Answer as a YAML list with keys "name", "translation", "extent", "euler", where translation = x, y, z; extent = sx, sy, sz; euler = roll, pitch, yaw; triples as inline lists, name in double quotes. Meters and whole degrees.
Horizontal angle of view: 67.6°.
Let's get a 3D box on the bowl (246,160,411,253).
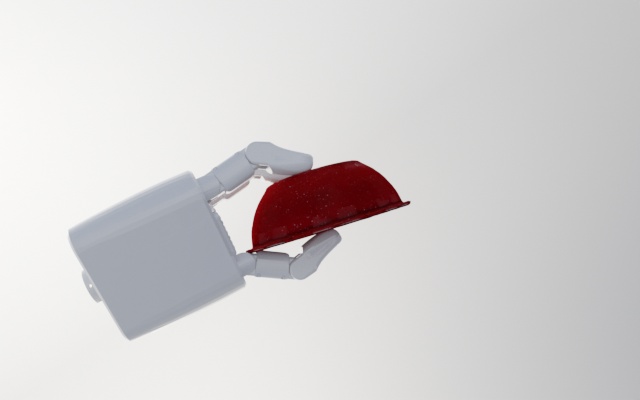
- name: "bowl"
  translation: [0.001, 0.001, 0.454]
  extent: [0.162, 0.055, 0.162]
  euler: [-17, -3, -1]
